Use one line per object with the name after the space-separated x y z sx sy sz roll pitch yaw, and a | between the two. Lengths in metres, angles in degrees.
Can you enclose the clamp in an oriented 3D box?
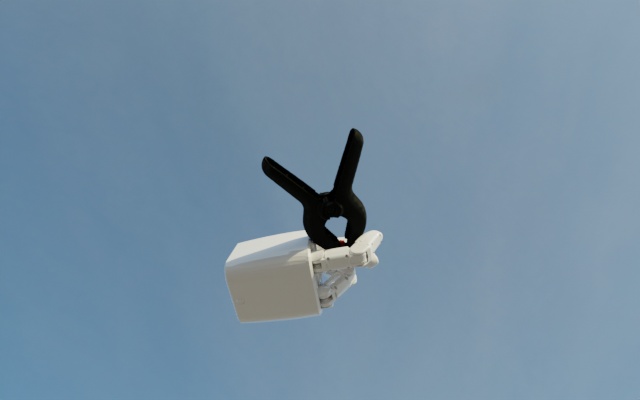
0.000 0.002 0.580 0.120 0.171 0.039 -7 26 5 | clamp
